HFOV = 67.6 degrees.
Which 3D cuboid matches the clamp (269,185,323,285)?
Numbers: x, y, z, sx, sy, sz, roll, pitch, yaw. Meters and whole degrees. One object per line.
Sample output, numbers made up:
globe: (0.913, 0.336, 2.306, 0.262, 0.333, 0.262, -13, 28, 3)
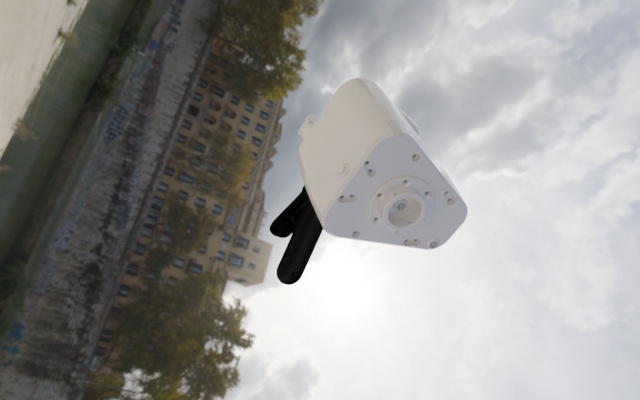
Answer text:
clamp: (0.001, 0.002, 0.478, 0.039, 0.171, 0.120, 25, 24, -24)
